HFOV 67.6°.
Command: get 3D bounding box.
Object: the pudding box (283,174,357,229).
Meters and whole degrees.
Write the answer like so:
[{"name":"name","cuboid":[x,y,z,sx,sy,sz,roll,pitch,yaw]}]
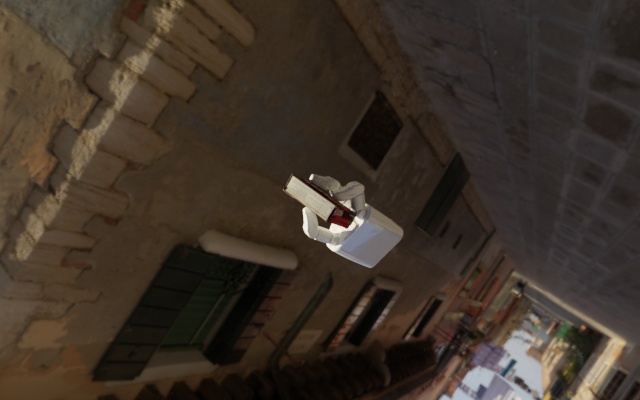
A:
[{"name":"pudding box","cuboid":[0.000,0.003,0.860,0.113,0.039,0.090,33,4,28]}]
